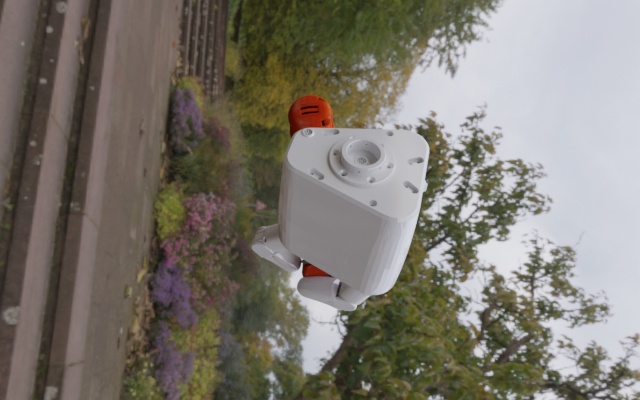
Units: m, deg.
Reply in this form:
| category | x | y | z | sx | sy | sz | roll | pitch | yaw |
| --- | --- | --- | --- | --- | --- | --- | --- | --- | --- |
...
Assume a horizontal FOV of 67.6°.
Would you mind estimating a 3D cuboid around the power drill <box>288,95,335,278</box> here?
| category | x | y | z | sx | sy | sz | roll | pitch | yaw |
| --- | --- | --- | --- | --- | --- | --- | --- | --- | --- |
| power drill | 0.000 | 0.002 | 0.538 | 0.057 | 0.187 | 0.184 | -9 | -19 | 1 |
